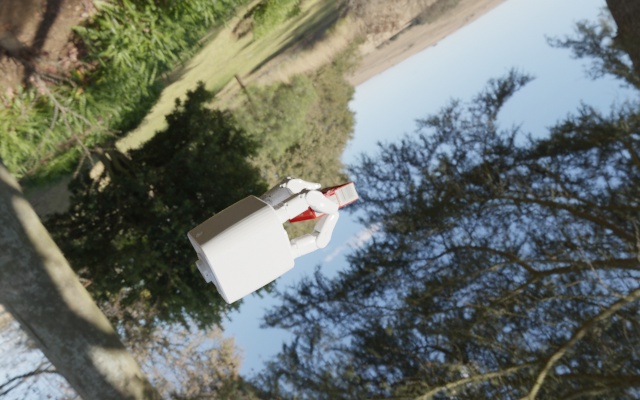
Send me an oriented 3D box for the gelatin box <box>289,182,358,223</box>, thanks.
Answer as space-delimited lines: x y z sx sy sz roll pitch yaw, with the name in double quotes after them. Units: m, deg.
0.001 0.003 0.720 0.089 0.030 0.073 -24 8 -33 "gelatin box"
